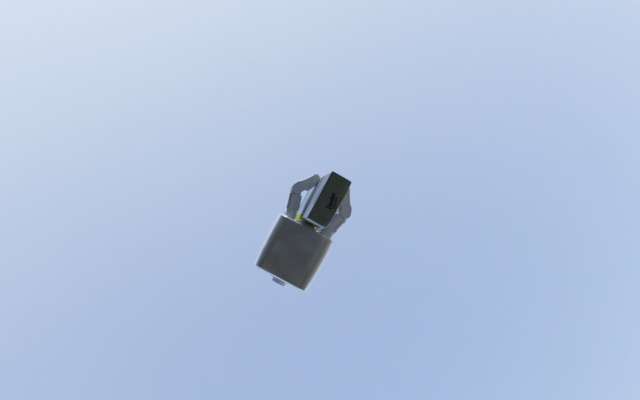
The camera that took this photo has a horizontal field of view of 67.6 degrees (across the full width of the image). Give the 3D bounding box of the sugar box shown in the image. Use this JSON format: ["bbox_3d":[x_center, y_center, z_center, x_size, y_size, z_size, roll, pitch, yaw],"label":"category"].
[{"bbox_3d":[0.001,0.003,0.878,0.048,0.093,0.176,30,-7,-10],"label":"sugar box"}]
